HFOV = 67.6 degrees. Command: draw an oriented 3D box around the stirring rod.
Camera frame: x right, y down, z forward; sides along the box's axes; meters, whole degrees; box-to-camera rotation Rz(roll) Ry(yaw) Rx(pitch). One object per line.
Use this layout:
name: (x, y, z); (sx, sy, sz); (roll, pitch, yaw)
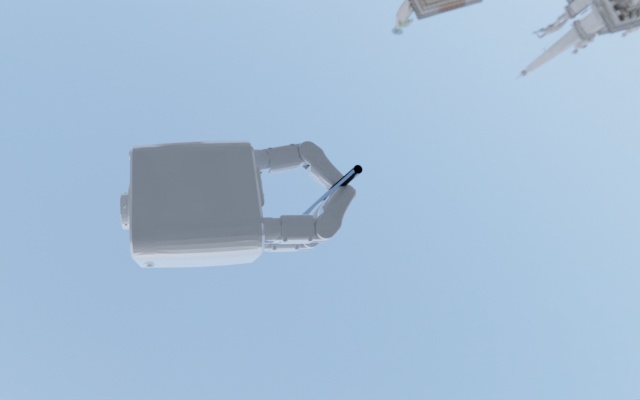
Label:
stirring rod: (0.000, 0.002, 0.510); (0.011, 0.011, 0.239); (0, -13, -15)
